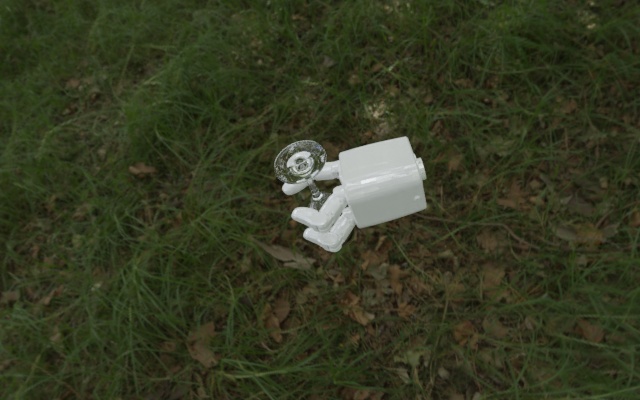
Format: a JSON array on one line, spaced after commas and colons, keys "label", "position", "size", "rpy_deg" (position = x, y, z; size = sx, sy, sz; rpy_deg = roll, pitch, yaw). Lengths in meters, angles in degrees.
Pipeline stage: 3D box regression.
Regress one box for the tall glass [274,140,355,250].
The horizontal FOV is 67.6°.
[{"label": "tall glass", "position": [0.000, 0.002, 0.720], "size": [0.079, 0.079, 0.201], "rpy_deg": [0, -34, 19]}]
